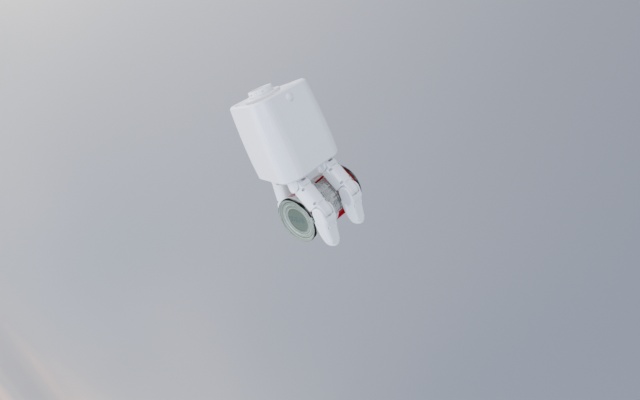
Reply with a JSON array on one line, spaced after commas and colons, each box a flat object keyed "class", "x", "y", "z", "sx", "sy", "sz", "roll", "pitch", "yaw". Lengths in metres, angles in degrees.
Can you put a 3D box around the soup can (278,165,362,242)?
[{"class": "soup can", "x": 0.000, "y": 0.003, "z": 0.659, "sx": 0.068, "sy": 0.068, "sz": 0.102, "roll": 0, "pitch": 30, "yaw": 47}]
